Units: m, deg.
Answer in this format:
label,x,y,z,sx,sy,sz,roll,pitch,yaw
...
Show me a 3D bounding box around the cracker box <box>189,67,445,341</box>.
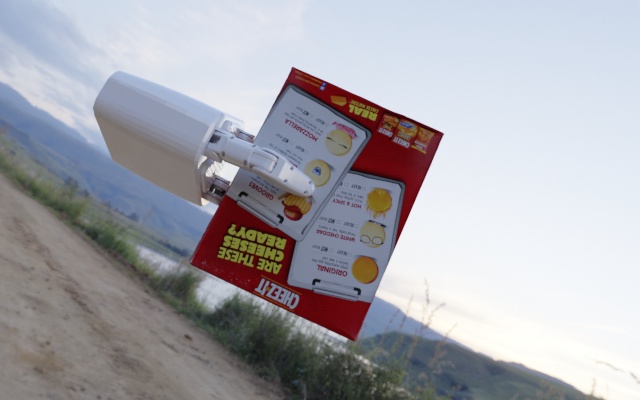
label,x,y,z,sx,sy,sz,roll,pitch,yaw
cracker box,0.000,0.001,0.467,0.164,0.213,0.072,25,-12,4
